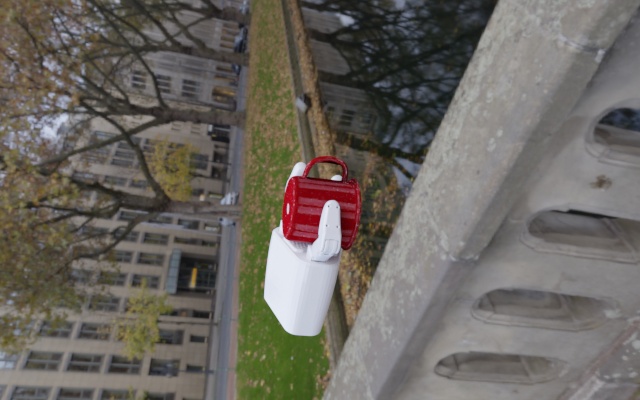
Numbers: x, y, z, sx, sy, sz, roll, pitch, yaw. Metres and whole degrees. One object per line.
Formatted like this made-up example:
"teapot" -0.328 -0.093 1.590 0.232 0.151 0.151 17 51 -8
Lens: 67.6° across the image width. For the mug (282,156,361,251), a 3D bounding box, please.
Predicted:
"mug" 0.000 0.001 0.595 0.081 0.117 0.093 7 18 -13
